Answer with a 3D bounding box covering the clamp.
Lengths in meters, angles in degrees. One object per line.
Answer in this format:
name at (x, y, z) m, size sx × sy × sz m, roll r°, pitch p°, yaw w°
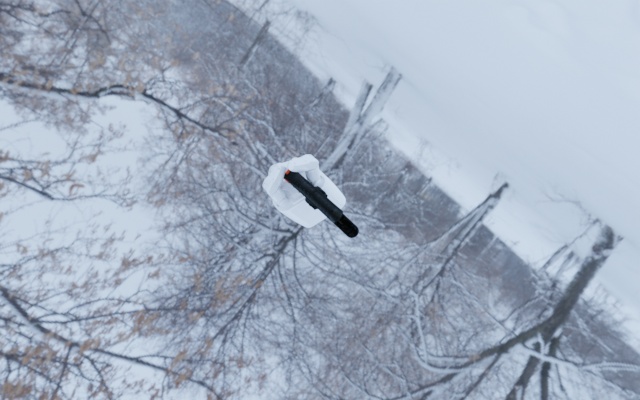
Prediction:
clamp at (0.000, 0.003, 0.847) m, size 0.171 × 0.039 × 0.120 m, roll 45°, pitch -6°, yaw 35°
